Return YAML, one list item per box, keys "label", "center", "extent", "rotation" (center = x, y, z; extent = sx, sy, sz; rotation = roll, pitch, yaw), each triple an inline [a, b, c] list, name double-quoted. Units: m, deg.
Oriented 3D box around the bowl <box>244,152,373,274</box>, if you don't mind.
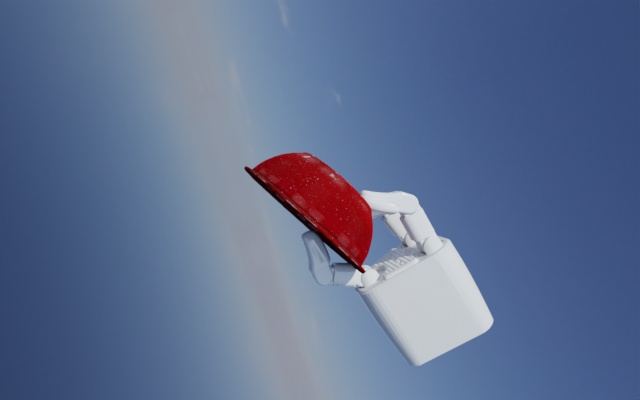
- label: "bowl"
  center: [-0.001, 0.000, 0.486]
  extent: [0.162, 0.055, 0.162]
  rotation: [41, -5, 4]
